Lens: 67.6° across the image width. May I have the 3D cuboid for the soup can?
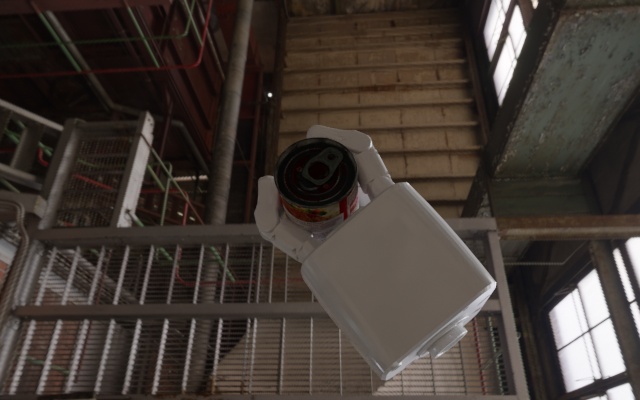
[{"bbox_3d":[0.000,0.001,0.426,0.068,0.068,0.102,0,-30,5],"label":"soup can"}]
